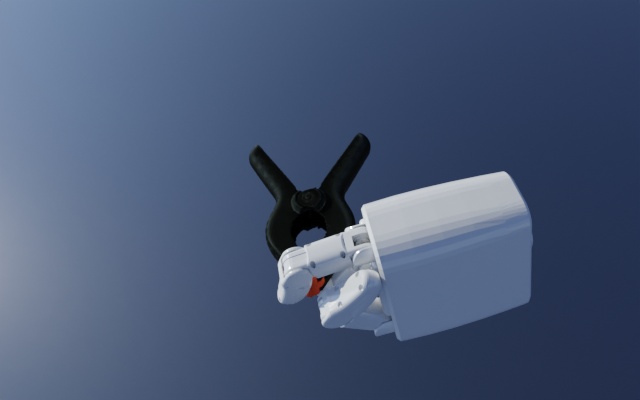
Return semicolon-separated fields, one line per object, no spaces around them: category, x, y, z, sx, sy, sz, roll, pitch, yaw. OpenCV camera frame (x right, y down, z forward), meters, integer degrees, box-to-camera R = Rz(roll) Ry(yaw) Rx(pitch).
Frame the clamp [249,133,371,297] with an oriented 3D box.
clamp;0.000;0.001;0.433;0.120;0.171;0.039;-17;-37;5
